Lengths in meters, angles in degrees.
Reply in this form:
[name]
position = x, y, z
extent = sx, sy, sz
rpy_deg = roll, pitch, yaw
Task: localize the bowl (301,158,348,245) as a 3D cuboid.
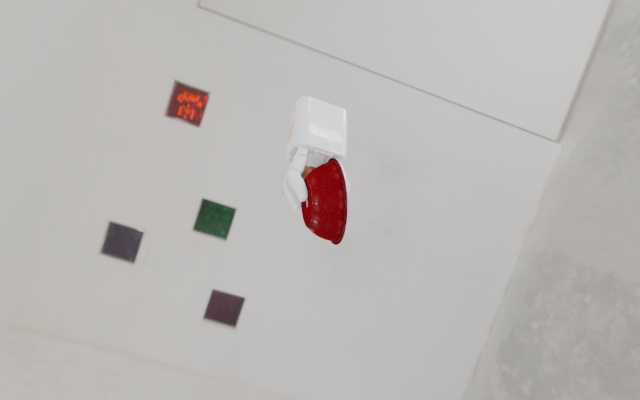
[bowl]
position = 0.000, 0.004, 0.877
extent = 0.055, 0.162, 0.162
rpy_deg = -3, 1, -15
